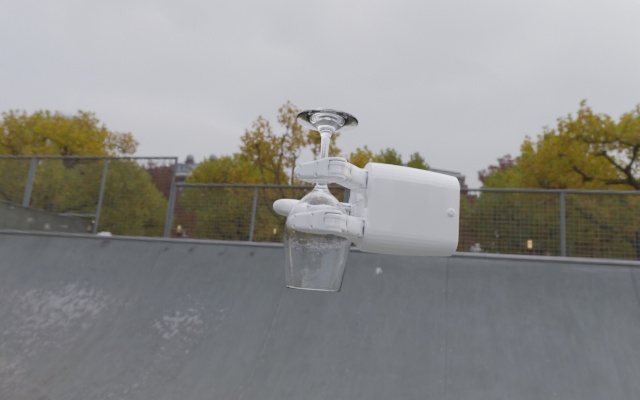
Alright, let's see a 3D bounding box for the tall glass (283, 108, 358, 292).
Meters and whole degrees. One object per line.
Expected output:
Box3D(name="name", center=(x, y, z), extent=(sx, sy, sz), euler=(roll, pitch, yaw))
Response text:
Box3D(name="tall glass", center=(0.000, 0.001, 0.549), extent=(0.079, 0.201, 0.079), euler=(5, -11, 1))
